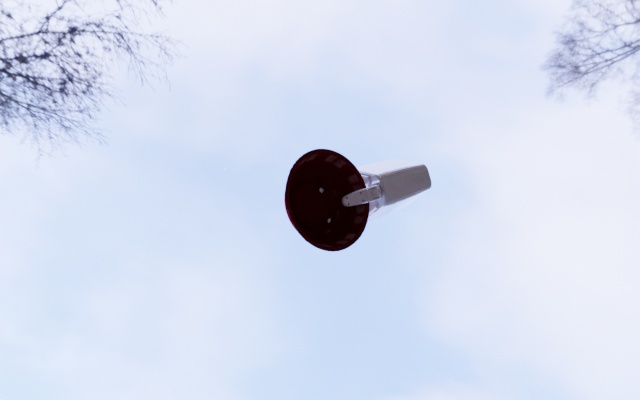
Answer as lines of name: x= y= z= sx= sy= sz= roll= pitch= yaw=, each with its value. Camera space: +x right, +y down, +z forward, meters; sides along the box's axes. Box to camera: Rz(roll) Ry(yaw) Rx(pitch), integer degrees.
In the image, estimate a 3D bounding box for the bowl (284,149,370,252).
bowl: x=-0.001 y=0.003 z=0.757 sx=0.162 sy=0.162 sz=0.055 roll=0 pitch=-10 yaw=-37
